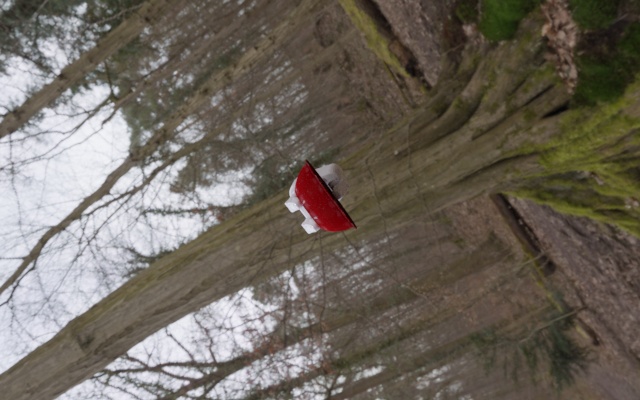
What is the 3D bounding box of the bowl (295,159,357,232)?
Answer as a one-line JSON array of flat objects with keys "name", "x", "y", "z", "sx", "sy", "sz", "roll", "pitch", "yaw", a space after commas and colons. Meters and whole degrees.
[{"name": "bowl", "x": 0.000, "y": 0.003, "z": 0.893, "sx": 0.055, "sy": 0.162, "sz": 0.162, "roll": -36, "pitch": -2, "yaw": 3}]
